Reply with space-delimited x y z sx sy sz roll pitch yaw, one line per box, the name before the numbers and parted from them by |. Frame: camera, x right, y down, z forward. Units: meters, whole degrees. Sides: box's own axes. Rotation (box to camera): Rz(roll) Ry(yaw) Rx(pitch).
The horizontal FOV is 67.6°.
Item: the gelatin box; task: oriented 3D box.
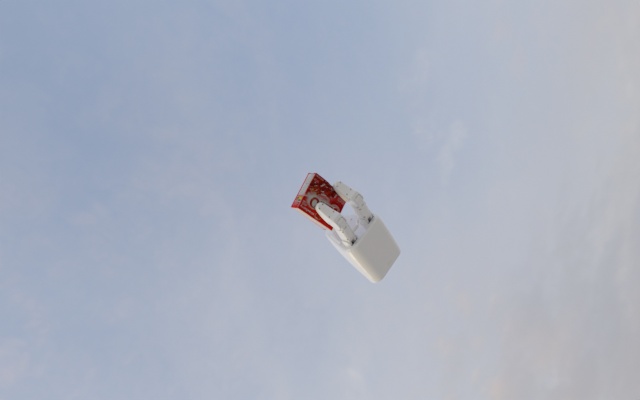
gelatin box | 0.000 0.003 0.867 0.089 0.073 0.030 36 -16 -30
